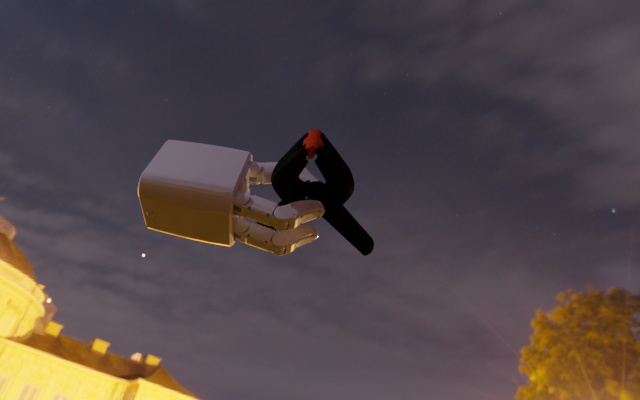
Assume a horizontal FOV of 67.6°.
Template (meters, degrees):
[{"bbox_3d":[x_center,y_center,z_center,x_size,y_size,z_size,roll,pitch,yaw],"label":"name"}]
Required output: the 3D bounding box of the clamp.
[{"bbox_3d":[0.000,0.001,0.572,0.164,0.036,0.210,10,-38,-3],"label":"clamp"}]
